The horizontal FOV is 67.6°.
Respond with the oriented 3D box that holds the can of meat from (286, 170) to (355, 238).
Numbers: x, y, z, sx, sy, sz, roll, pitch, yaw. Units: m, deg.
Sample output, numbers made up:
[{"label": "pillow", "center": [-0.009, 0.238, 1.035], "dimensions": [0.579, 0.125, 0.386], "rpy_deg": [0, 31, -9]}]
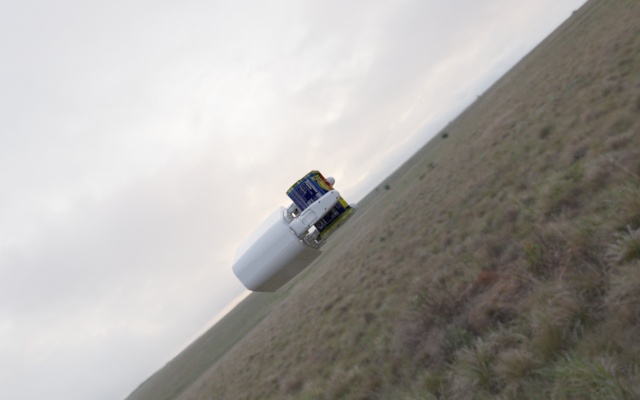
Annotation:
[{"label": "can of meat", "center": [0.000, 0.002, 0.709], "dimensions": [0.057, 0.084, 0.102], "rpy_deg": [-42, -3, 8]}]
